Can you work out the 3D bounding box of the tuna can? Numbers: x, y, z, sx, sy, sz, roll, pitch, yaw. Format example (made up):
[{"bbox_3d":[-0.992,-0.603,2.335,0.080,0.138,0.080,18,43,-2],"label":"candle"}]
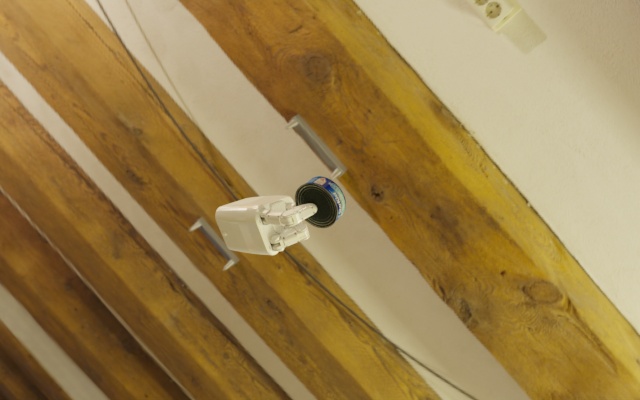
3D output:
[{"bbox_3d":[0.000,0.002,0.821,0.086,0.086,0.033,0,27,36],"label":"tuna can"}]
